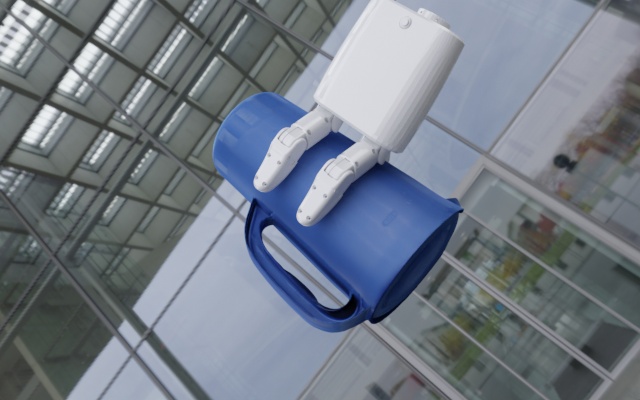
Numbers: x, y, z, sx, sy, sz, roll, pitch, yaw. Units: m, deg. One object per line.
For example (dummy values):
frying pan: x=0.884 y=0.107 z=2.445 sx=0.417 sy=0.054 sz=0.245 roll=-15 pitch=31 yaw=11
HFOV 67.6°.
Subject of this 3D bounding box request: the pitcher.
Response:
pitcher: x=0.000 y=0.001 z=0.470 sx=0.242 sy=0.145 sz=0.149 roll=38 pitch=20 yaw=23
